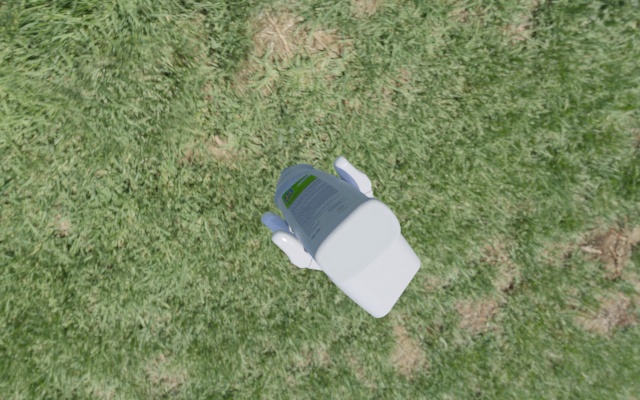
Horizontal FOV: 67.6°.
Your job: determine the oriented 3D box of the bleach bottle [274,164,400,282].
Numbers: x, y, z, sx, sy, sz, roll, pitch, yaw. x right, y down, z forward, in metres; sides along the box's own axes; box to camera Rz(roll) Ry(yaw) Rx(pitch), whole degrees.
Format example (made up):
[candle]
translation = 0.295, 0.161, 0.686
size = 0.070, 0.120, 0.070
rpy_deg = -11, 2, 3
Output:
[bleach bottle]
translation = 0.000, 0.002, 0.620
size = 0.068, 0.102, 0.250
rpy_deg = 47, 1, -30
